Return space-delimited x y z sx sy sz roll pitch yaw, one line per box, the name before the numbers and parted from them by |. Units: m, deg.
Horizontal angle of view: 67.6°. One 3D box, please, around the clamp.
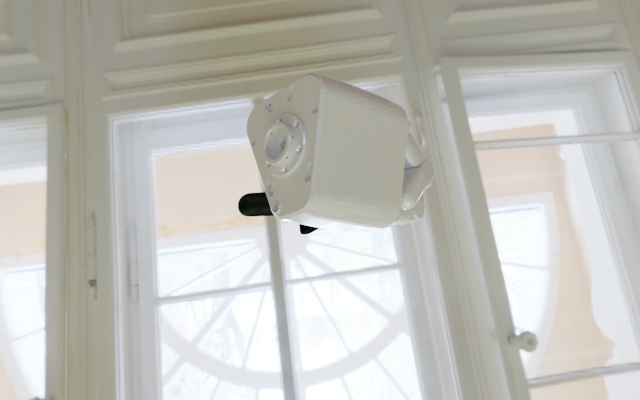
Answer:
clamp | 0.000 0.002 0.503 0.171 0.039 0.120 -21 -21 40
